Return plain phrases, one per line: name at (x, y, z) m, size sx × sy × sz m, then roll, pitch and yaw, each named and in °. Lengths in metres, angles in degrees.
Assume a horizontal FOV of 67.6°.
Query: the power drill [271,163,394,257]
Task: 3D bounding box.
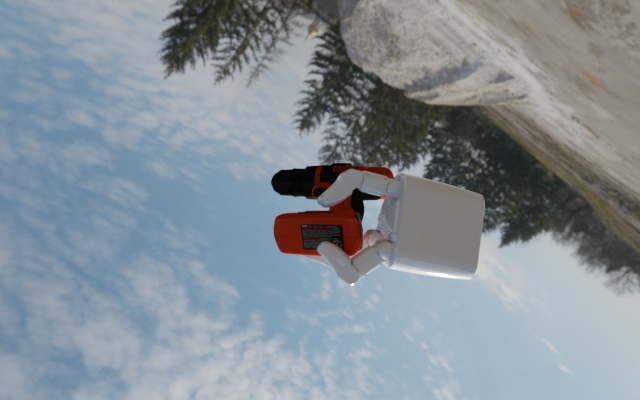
power drill at (0.000, 0.002, 0.643) m, size 0.184 × 0.057 × 0.187 m, roll -1°, pitch 27°, yaw 15°
